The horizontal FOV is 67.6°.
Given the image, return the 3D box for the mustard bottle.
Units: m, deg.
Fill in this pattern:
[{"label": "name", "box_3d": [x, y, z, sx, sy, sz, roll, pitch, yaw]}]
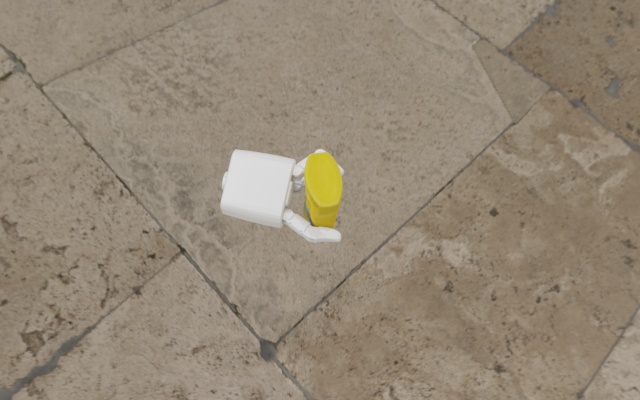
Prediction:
[{"label": "mustard bottle", "box_3d": [0.000, 0.003, 0.812, 0.058, 0.096, 0.192, -10, -22, -7]}]
